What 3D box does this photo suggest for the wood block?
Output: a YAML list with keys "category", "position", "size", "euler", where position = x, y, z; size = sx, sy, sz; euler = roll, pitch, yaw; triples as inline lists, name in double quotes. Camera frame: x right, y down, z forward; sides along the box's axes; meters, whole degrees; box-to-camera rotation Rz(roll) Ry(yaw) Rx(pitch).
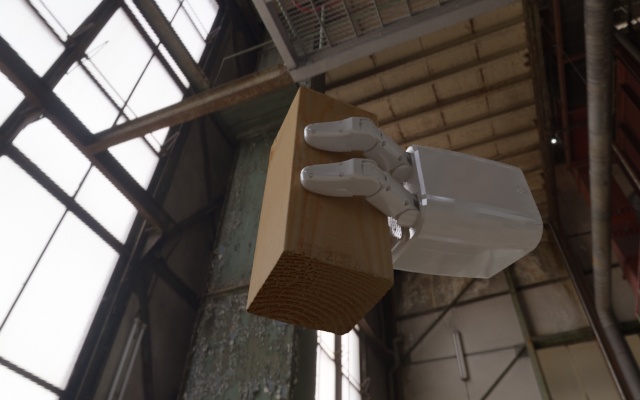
- category: "wood block"
  position: [0.000, 0.002, 0.434]
  size: [0.090, 0.206, 0.091]
  euler: [18, -47, -15]
